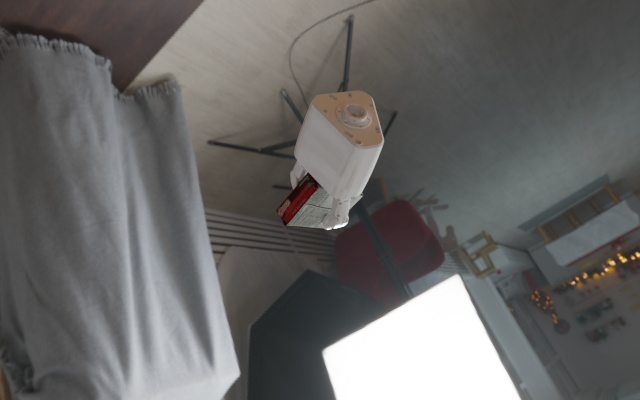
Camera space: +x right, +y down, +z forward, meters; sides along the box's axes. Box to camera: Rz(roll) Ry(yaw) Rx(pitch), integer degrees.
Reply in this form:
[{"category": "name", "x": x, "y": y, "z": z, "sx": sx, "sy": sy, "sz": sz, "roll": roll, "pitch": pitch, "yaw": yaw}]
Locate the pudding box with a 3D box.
[{"category": "pudding box", "x": 0.000, "y": 0.003, "z": 0.744, "sx": 0.113, "sy": 0.039, "sz": 0.090, "roll": 10, "pitch": -49, "yaw": -47}]
